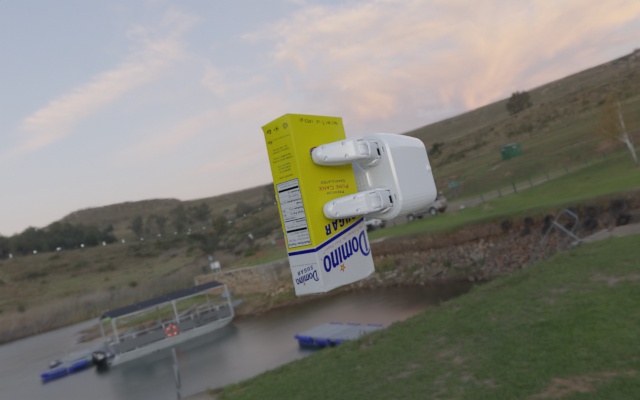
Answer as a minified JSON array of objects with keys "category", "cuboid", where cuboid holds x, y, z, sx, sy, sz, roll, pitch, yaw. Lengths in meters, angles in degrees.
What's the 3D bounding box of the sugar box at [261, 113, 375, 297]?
[{"category":"sugar box","cuboid":[0.001,0.001,0.496,0.048,0.176,0.093,-18,-5,39]}]
